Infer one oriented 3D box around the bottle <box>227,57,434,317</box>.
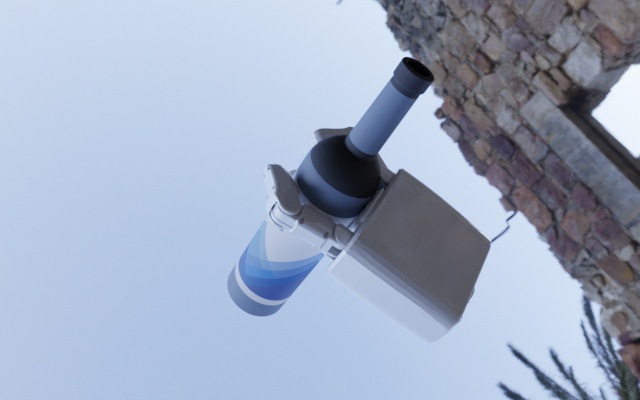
[{"bbox_3d":[0.000,0.002,0.425,0.069,0.069,0.296,0,-40,-38],"label":"bottle"}]
